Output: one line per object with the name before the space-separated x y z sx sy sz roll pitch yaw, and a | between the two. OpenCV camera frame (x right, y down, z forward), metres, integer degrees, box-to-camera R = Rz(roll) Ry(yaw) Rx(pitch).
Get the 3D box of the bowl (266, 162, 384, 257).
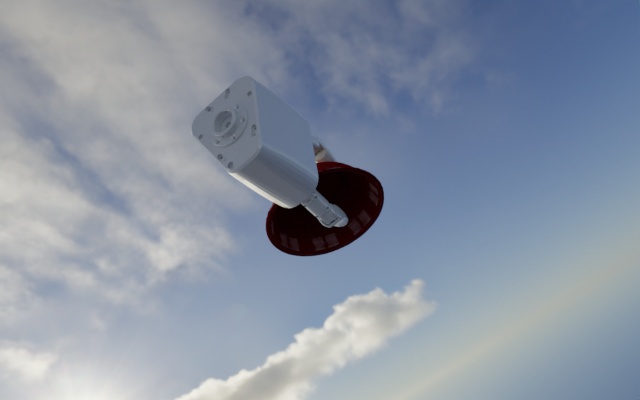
bowl | 0.000 0.003 0.634 0.162 0.162 0.055 0 43 -25
